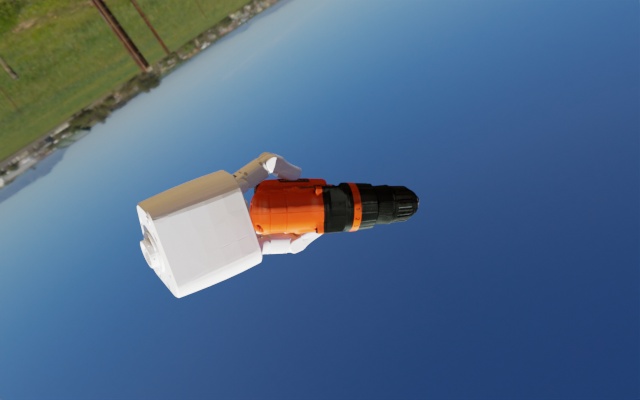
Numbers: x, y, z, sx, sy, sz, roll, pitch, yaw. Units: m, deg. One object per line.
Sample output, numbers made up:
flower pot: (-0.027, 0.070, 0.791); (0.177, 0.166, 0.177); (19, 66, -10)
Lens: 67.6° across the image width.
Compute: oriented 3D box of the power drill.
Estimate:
power drill: (0.000, 0.002, 0.572); (0.184, 0.057, 0.187); (-2, 3, -15)
